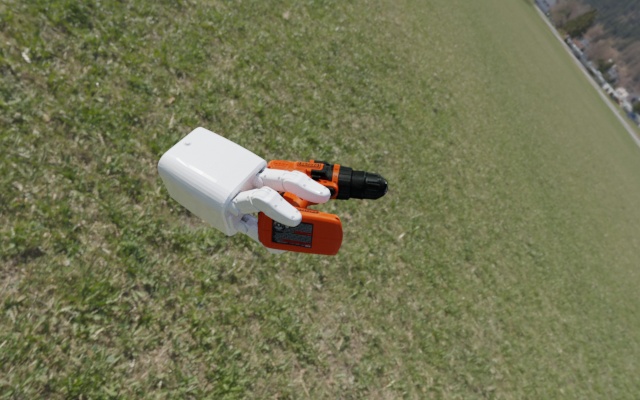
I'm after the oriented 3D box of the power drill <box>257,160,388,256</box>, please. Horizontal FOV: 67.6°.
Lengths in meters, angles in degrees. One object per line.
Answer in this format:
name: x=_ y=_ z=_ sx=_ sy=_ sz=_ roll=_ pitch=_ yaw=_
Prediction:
power drill: x=0.000 y=0.002 z=0.652 sx=0.184 sy=0.057 sz=0.187 roll=5 pitch=26 yaw=5
